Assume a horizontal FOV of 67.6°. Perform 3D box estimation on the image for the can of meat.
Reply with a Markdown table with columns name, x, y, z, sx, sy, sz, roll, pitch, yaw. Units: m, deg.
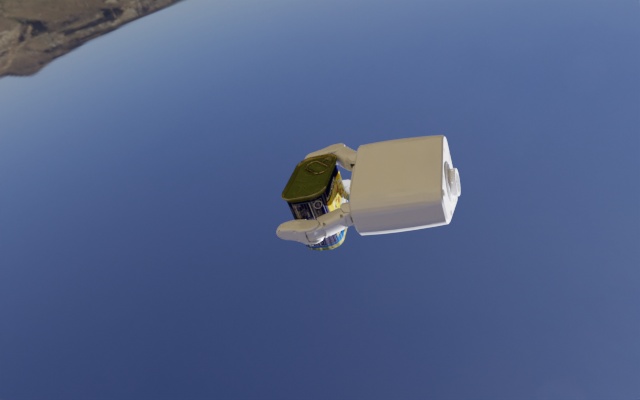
| name | x | y | z | sx | sy | sz | roll | pitch | yaw |
| --- | --- | --- | --- | --- | --- | --- | --- | --- | --- |
| can of meat | 0.000 | 0.002 | 0.611 | 0.057 | 0.084 | 0.102 | -9 | 31 | 21 |
